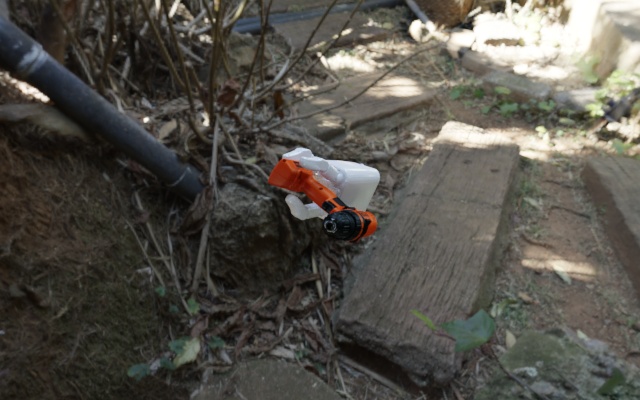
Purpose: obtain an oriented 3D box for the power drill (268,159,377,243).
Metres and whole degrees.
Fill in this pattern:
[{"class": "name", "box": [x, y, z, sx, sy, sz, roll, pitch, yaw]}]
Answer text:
[{"class": "power drill", "box": [0.000, 0.002, 0.822, 0.187, 0.057, 0.184, 40, 11, 20]}]
